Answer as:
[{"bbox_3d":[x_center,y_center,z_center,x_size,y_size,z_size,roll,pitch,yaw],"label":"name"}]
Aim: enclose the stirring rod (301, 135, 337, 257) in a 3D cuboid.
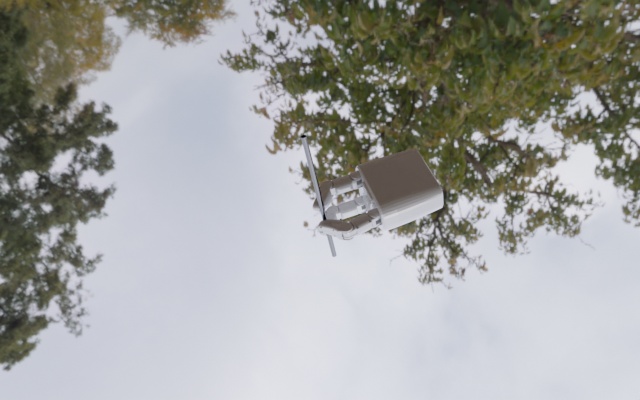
[{"bbox_3d":[0.000,0.002,0.732,0.011,0.240,0.011,-9,40,7],"label":"stirring rod"}]
